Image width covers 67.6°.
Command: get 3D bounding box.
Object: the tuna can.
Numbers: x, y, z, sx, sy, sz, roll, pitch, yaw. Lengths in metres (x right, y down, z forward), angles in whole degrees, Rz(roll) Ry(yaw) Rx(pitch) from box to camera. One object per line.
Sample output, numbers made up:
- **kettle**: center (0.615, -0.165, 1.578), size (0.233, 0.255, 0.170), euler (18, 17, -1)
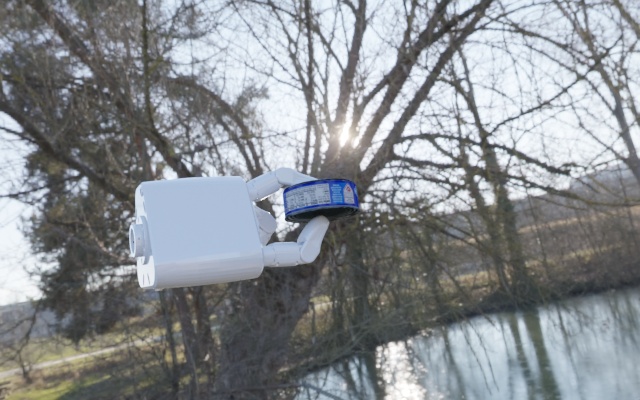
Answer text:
- **tuna can**: center (0.000, 0.001, 0.541), size (0.086, 0.033, 0.086), euler (-7, -12, -1)
